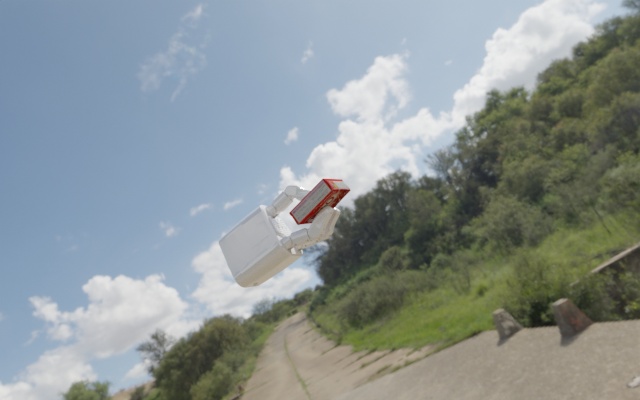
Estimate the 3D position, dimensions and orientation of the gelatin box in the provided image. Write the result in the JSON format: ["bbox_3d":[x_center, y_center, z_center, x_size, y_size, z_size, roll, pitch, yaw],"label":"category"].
[{"bbox_3d":[0.000,0.002,0.806,0.089,0.030,0.073,-46,-19,20],"label":"gelatin box"}]
